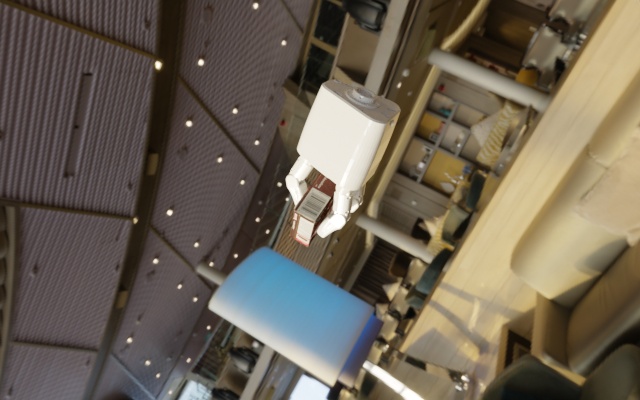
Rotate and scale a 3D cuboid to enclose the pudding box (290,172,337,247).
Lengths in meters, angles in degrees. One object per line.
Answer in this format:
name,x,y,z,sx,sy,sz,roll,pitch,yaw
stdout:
pudding box,0.000,0.002,0.713,0.039,0.113,0.090,31,-28,10
